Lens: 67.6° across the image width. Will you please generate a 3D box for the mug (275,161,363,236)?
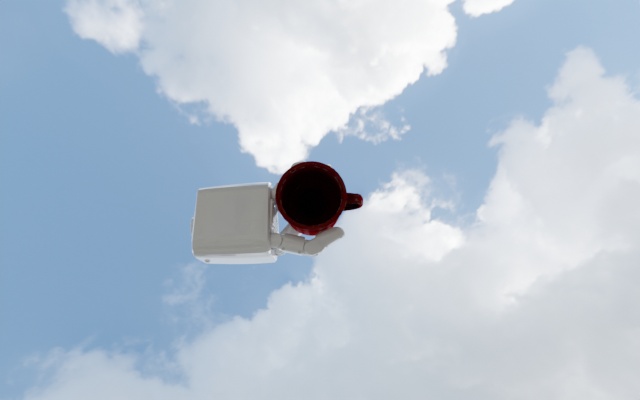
[{"bbox_3d":[0.002,0.002,0.657,0.117,0.093,0.081,-3,-14,0],"label":"mug"}]
